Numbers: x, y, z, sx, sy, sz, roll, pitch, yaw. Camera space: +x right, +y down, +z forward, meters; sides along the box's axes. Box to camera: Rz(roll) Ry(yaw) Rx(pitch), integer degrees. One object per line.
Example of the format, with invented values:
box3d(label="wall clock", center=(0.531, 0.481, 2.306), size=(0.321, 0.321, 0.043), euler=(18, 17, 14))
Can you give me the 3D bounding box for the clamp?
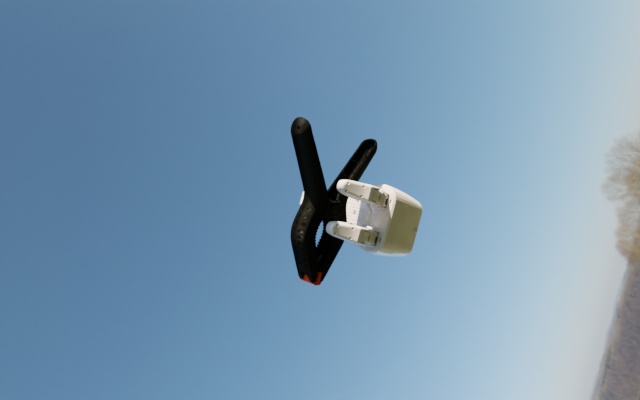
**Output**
box3d(label="clamp", center=(-0.001, 0.002, 0.606), size=(0.036, 0.210, 0.164), euler=(15, -1, 39))
